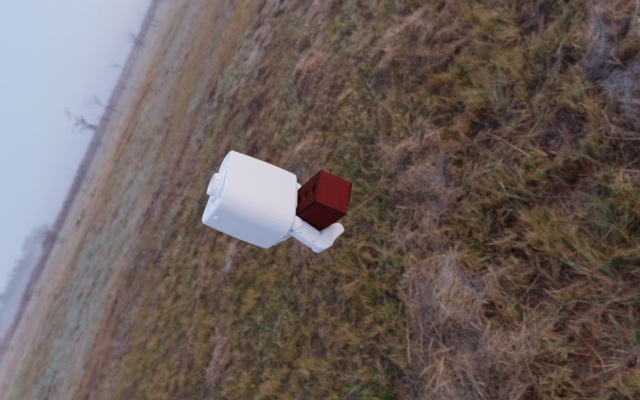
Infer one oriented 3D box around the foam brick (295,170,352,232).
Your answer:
[{"bbox_3d":[0.000,0.002,0.678,0.051,0.053,0.078,24,-34,-21],"label":"foam brick"}]
